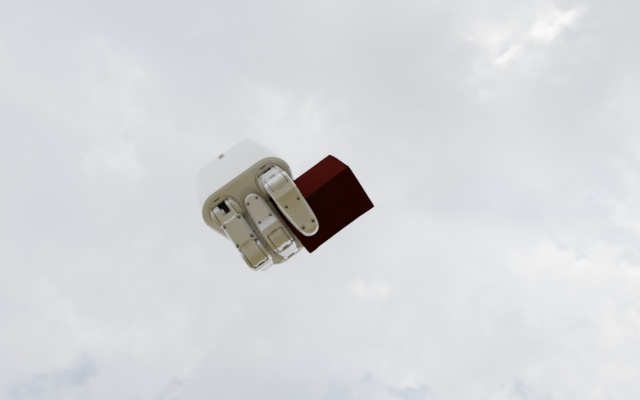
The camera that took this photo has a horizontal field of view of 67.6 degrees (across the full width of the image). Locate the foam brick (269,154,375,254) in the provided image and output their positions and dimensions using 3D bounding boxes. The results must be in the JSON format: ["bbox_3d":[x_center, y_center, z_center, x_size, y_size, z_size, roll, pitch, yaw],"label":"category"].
[{"bbox_3d":[0.000,0.001,0.460,0.078,0.053,0.051,-35,26,-5],"label":"foam brick"}]
